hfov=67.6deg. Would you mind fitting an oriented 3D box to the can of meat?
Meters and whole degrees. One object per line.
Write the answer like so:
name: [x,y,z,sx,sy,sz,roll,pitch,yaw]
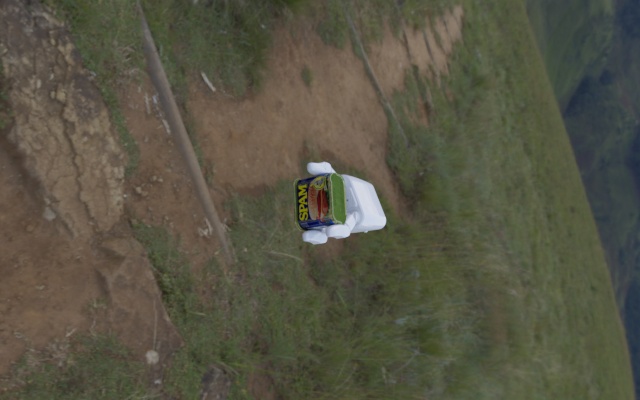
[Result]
can of meat: [0.000,0.003,0.892,0.084,0.102,0.057,-11,-15,33]
